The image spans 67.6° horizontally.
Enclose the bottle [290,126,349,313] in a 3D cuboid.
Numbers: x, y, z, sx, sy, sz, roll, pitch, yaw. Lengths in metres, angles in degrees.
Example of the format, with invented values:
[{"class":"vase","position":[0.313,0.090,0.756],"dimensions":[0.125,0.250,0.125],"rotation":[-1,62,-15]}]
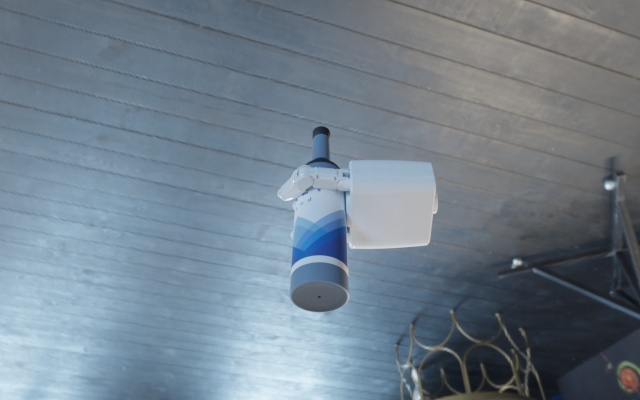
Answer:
[{"class":"bottle","position":[0.000,0.002,0.632],"dimensions":[0.069,0.295,0.069],"rotation":[0,-44,0]}]
